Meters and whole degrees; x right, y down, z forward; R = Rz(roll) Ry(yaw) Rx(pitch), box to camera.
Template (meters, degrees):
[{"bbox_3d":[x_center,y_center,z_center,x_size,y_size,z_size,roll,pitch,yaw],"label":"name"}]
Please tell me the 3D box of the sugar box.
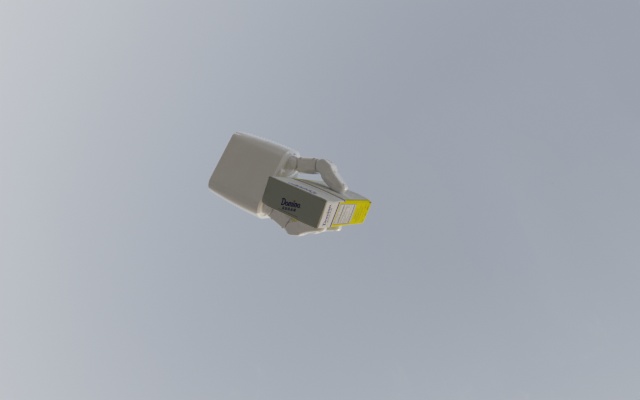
[{"bbox_3d":[0.000,0.003,0.690,0.093,0.048,0.176,24,12,24],"label":"sugar box"}]
